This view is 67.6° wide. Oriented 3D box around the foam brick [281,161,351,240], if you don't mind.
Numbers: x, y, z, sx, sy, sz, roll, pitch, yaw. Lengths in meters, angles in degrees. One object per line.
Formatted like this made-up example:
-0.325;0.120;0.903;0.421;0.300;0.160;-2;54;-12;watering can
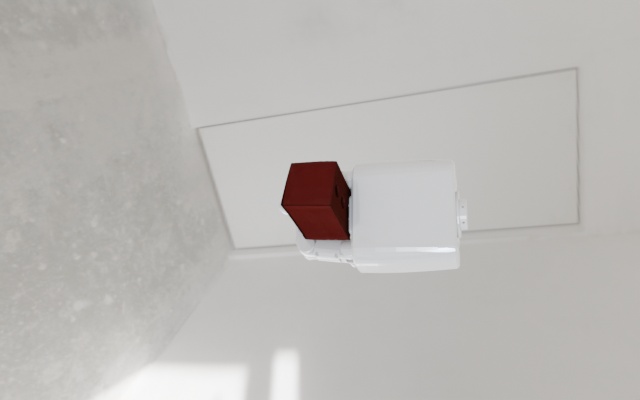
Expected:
0.000;0.002;0.496;0.051;0.053;0.078;-1;-30;20;foam brick
